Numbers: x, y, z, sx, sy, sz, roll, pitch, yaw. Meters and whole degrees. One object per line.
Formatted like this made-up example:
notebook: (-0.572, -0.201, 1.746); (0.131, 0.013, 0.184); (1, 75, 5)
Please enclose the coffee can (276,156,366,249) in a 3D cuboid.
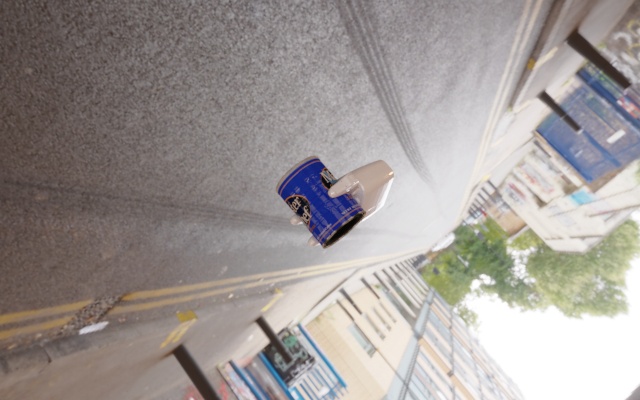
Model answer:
coffee can: (0.000, 0.003, 0.879); (0.103, 0.140, 0.103); (-38, -14, -11)
